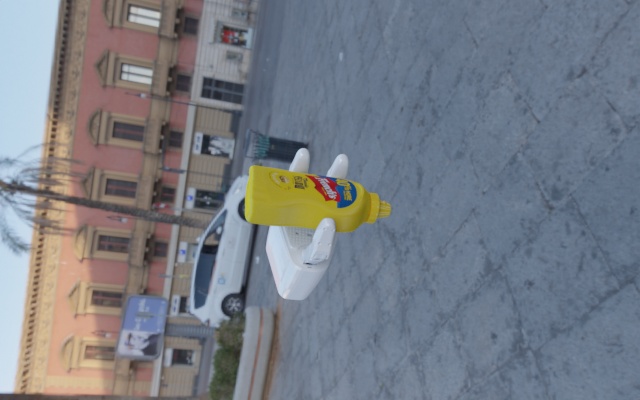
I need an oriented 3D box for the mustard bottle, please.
[{"bbox_3d":[0.000,0.002,0.624,0.191,0.058,0.096,8,29,-13],"label":"mustard bottle"}]
